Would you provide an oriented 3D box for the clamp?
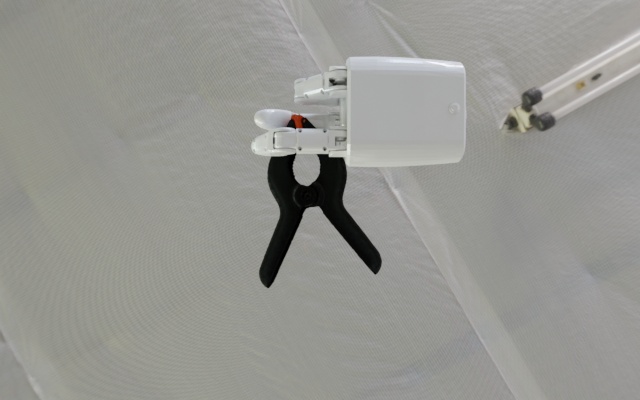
[{"bbox_3d":[0.000,0.001,0.472,0.120,0.171,0.039,1,0,0],"label":"clamp"}]
